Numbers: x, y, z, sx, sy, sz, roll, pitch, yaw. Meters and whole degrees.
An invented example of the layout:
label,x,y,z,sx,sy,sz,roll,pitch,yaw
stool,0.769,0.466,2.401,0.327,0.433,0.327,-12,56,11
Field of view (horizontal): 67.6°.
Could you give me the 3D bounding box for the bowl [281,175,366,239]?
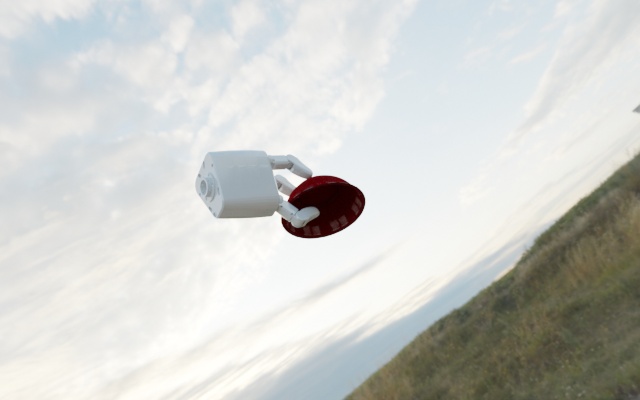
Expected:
label,x,y,z,sx,sy,sz,roll,pitch,yaw
bowl,0.001,0.003,0.892,0.162,0.055,0.162,-11,-38,-9
